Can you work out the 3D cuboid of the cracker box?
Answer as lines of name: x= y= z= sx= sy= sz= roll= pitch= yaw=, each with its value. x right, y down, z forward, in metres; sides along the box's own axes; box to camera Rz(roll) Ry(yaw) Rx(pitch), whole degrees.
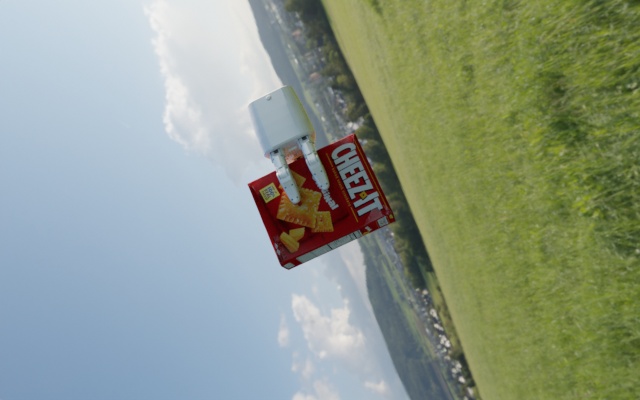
cracker box: x=0.000 y=0.003 z=0.842 sx=0.214 sy=0.164 sz=0.072 roll=-25 pitch=-18 yaw=5
